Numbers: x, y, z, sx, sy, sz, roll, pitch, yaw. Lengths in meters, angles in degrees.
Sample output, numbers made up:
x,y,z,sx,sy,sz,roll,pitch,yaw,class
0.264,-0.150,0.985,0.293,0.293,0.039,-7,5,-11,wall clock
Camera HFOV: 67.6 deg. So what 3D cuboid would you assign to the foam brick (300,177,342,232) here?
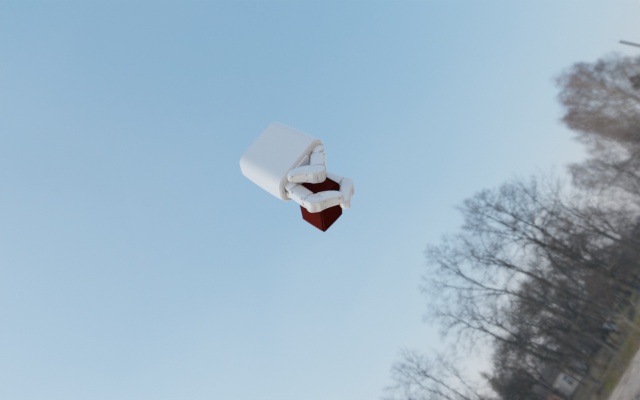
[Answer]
x,y,z,sx,sy,sz,roll,pitch,yaw,class
0.000,0.003,0.810,0.051,0.078,0.053,28,55,31,foam brick
